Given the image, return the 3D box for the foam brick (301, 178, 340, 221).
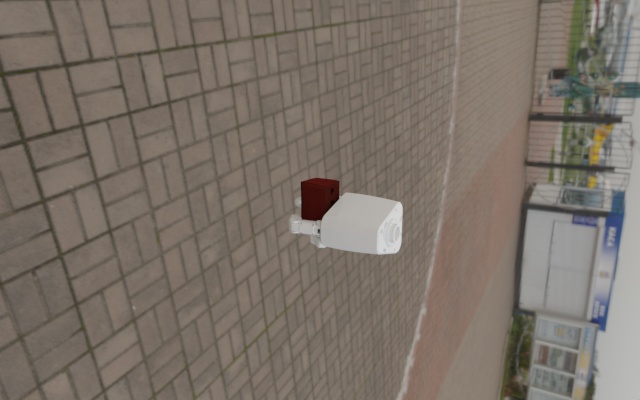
[{"bbox_3d":[0.000,0.002,0.843,0.051,0.078,0.053,8,17,30],"label":"foam brick"}]
